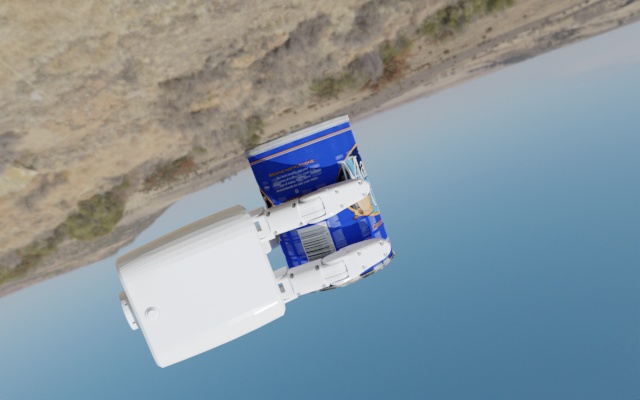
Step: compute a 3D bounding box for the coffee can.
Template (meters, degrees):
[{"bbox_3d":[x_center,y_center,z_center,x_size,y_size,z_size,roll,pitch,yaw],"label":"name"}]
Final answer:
[{"bbox_3d":[0.000,0.001,0.455,0.103,0.140,0.103,-20,7,3],"label":"coffee can"}]
